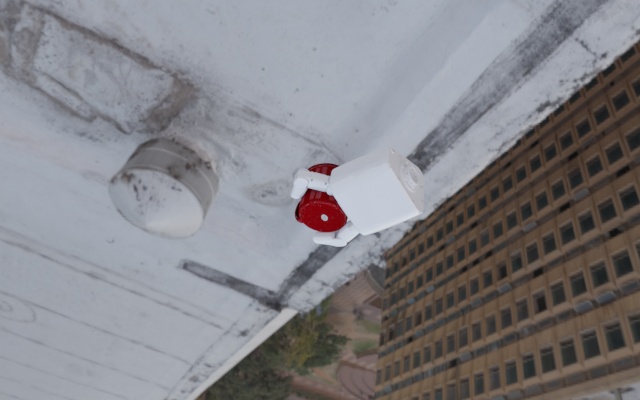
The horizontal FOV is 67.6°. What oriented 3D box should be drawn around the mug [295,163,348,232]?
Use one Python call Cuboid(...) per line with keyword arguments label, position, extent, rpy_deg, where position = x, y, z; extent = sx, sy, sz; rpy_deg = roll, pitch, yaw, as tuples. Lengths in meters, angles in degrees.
Cuboid(label="mug", position=(-0.001, 0.003, 0.803), extent=(0.117, 0.081, 0.093), rpy_deg=(-24, -52, 34))
